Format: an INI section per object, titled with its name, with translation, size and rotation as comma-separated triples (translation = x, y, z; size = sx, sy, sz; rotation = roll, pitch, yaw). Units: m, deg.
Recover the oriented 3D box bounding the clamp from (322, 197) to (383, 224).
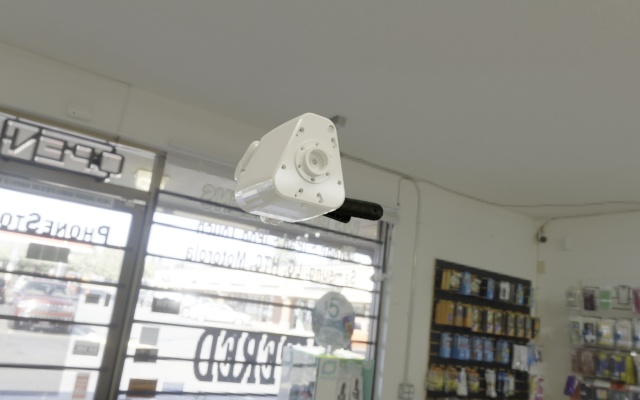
[clamp]
translation = 0.000, 0.002, 0.670
size = 0.171, 0.039, 0.120
rotation = 14, -15, -28
